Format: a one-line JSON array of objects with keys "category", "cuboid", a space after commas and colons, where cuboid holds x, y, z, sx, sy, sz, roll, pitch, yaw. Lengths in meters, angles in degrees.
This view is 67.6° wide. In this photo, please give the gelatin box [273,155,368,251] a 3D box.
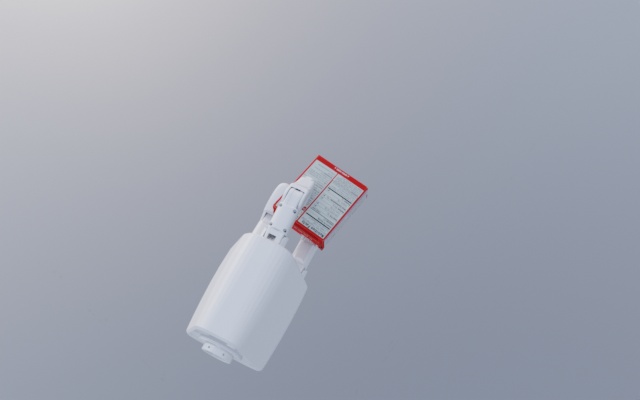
[{"category": "gelatin box", "cuboid": [0.000, 0.001, 0.551, 0.073, 0.089, 0.030, 35, -21, 17]}]
